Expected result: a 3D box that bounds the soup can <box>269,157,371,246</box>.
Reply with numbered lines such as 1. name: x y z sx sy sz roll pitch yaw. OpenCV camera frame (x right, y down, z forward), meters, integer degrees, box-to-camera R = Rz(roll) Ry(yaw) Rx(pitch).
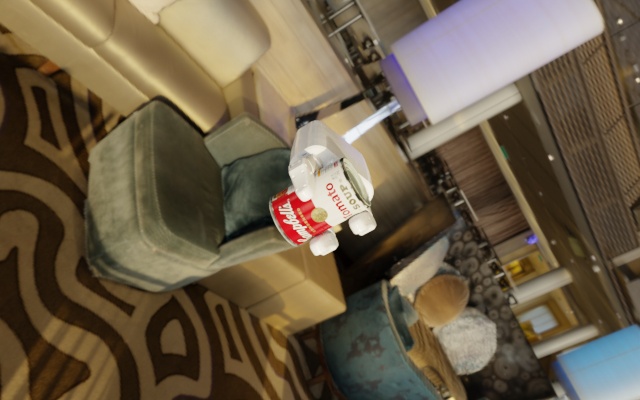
1. soup can: 0.000 0.002 0.566 0.102 0.068 0.068 -29 -8 15
